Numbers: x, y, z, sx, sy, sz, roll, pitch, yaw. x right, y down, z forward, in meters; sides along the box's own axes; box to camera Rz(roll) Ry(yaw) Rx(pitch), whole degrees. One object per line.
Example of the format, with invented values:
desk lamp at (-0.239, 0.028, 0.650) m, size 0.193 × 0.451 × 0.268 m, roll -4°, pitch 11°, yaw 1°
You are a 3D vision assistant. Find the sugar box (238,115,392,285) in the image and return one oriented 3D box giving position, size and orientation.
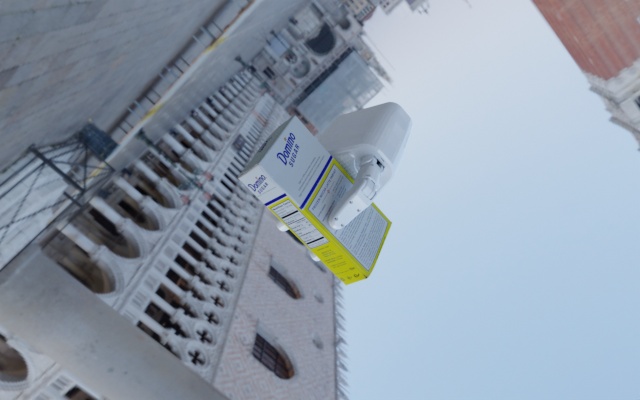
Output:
sugar box at (0.000, 0.002, 0.529) m, size 0.048 × 0.176 × 0.093 m, roll -29°, pitch 23°, yaw 43°
